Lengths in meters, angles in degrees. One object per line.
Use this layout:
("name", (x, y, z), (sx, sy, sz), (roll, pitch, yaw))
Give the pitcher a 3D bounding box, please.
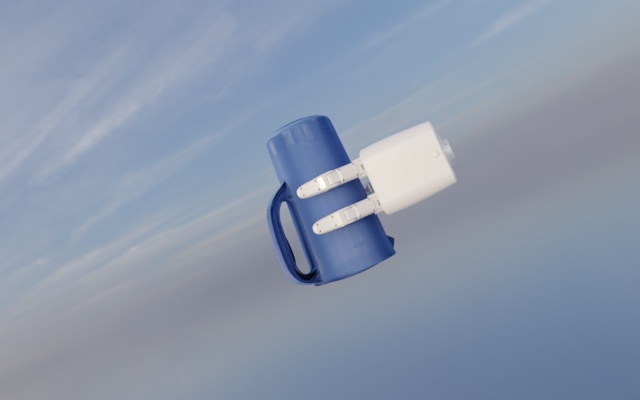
("pitcher", (0.000, 0.002, 0.724), (0.145, 0.243, 0.149), (-25, -5, 18))
